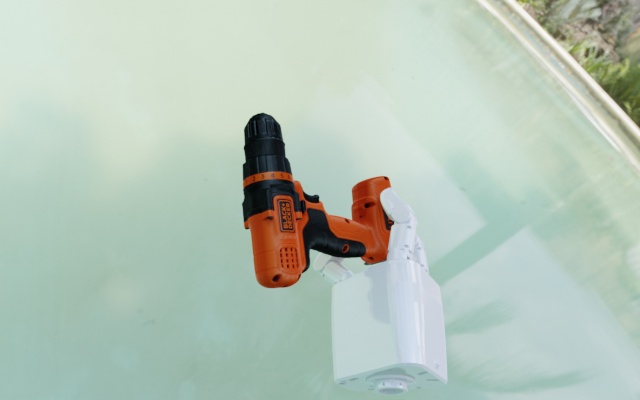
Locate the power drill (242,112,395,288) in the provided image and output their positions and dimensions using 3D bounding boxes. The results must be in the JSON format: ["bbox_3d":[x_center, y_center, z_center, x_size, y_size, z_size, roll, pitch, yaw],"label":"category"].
[{"bbox_3d":[0.001,0.002,0.529,0.187,0.184,0.057,5,-18,-37],"label":"power drill"}]
